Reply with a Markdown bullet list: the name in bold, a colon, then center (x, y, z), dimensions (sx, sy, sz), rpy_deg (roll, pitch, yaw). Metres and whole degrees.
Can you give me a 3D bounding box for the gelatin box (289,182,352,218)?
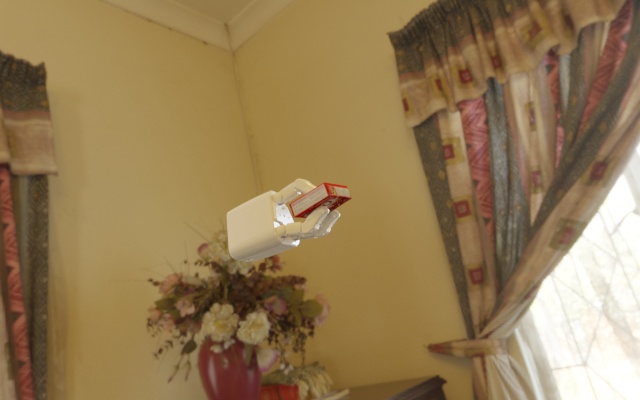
- **gelatin box**: center (0.000, 0.002, 0.864), dimensions (0.089, 0.030, 0.073), rpy_deg (-32, -22, 29)
